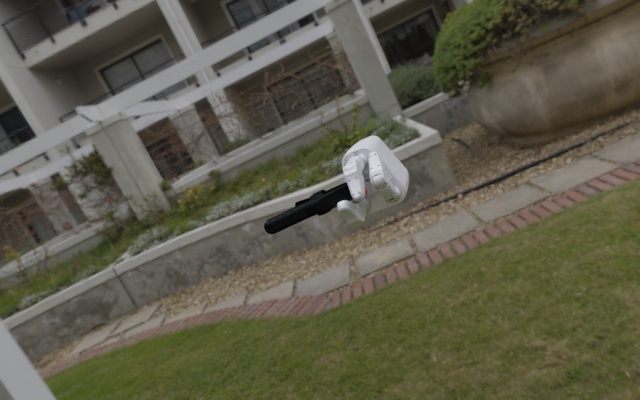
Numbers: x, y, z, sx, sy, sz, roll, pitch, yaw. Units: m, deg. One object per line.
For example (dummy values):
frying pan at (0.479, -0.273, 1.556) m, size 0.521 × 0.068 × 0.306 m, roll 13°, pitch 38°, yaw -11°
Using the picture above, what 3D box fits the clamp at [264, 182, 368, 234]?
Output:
clamp at (0.000, 0.002, 0.770) m, size 0.171 × 0.039 × 0.120 m, roll -21°, pitch 12°, yaw 21°
